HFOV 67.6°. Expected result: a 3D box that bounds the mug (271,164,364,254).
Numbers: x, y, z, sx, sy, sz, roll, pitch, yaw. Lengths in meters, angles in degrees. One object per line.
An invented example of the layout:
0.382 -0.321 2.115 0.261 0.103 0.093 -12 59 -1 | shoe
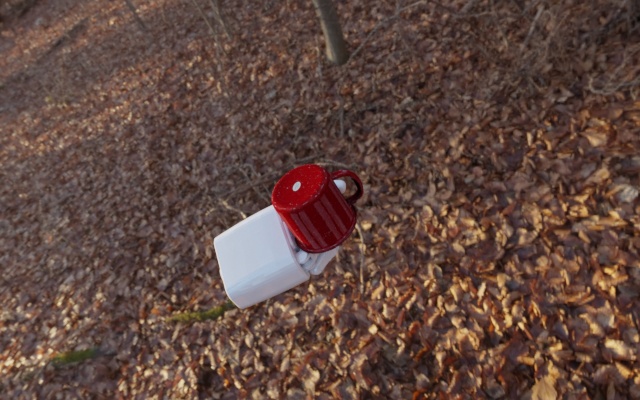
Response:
0.001 0.001 0.613 0.117 0.081 0.093 -29 39 6 | mug
